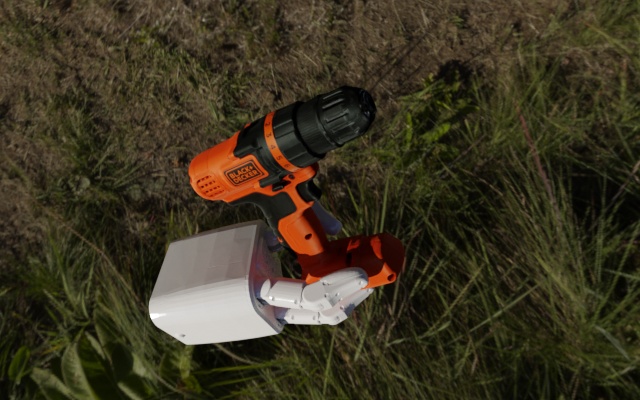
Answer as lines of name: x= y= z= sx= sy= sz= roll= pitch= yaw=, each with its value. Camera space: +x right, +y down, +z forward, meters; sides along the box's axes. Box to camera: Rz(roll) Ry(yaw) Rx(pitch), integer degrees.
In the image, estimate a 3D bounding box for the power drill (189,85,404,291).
power drill: x=0.000 y=0.002 z=0.427 sx=0.184 sy=0.188 sz=0.057 roll=-18 pitch=32 yaw=33
